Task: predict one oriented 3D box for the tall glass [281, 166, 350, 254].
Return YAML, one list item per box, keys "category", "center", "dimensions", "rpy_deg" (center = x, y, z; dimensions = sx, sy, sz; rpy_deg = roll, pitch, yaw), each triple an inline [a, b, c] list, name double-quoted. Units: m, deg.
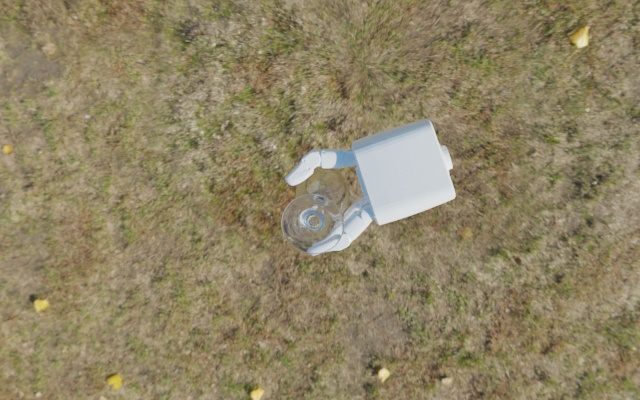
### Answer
- category: "tall glass"
  center: [0.000, 0.002, 0.653]
  dimensions: [0.079, 0.079, 0.201]
  rpy_deg: [0, 15, 5]
